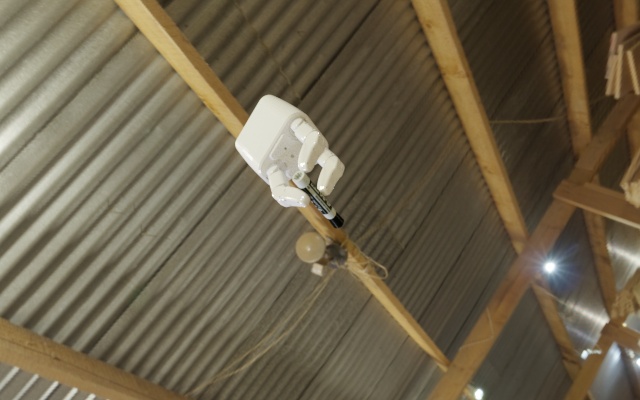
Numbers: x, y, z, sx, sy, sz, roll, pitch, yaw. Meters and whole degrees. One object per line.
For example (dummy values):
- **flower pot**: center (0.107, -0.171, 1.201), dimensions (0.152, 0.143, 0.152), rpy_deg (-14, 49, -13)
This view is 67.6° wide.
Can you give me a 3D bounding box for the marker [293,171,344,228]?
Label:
- **marker**: center (0.000, 0.002, 0.667), dimensions (0.020, 0.020, 0.121), rpy_deg (0, -35, 36)
